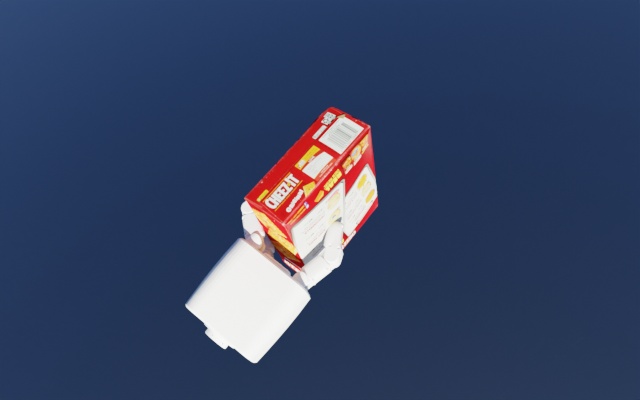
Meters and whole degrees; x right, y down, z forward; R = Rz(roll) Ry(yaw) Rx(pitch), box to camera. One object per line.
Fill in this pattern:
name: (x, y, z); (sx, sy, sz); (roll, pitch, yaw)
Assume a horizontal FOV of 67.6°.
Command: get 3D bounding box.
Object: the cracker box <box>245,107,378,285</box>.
cracker box: (0.000, 0.002, 0.649); (0.072, 0.164, 0.214); (33, -18, 23)
